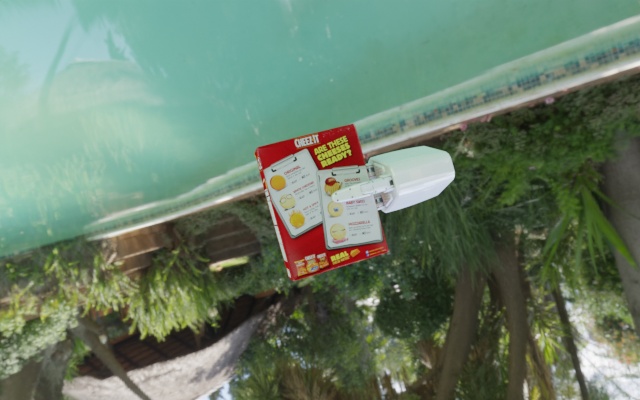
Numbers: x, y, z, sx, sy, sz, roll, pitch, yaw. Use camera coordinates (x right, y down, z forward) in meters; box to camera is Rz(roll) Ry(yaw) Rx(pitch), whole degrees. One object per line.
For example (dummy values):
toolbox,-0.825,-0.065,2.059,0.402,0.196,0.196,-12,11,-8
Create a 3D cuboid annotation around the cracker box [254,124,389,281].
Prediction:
cracker box,0.000,0.003,0.771,0.164,0.213,0.072,-16,0,-13
